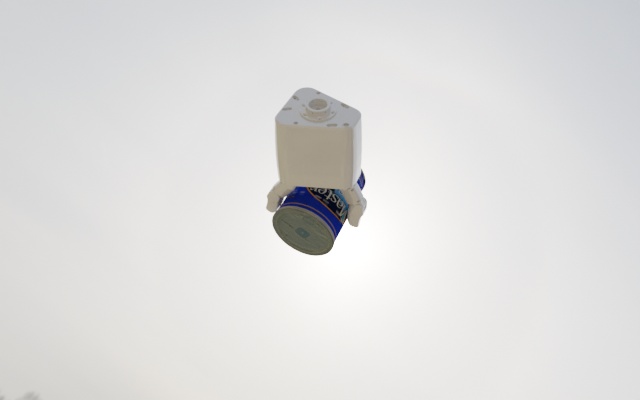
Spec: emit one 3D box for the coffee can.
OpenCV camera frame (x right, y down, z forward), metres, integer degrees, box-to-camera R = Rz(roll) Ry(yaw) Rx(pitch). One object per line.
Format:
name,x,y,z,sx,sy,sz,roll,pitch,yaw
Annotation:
coffee can,0.000,0.003,0.758,0.103,0.103,0.140,0,43,33
